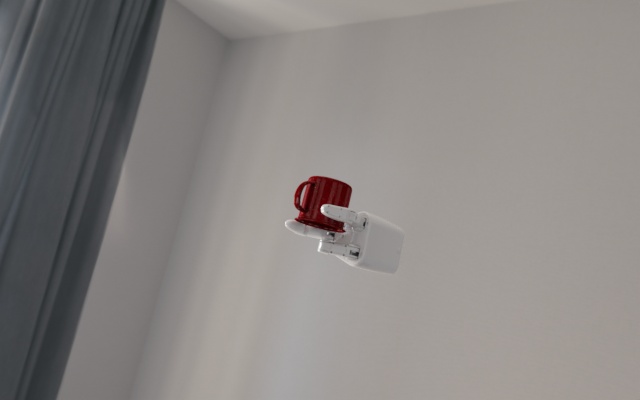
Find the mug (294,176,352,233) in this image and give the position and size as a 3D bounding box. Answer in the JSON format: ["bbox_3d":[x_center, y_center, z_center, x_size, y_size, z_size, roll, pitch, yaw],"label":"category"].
[{"bbox_3d":[-0.001,0.002,0.834,0.117,0.081,0.093,22,-12,-40],"label":"mug"}]
